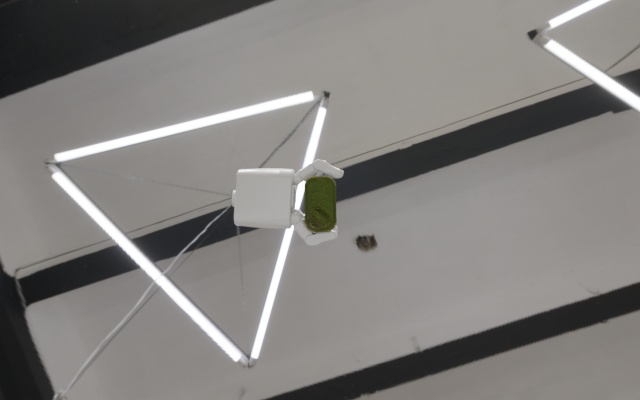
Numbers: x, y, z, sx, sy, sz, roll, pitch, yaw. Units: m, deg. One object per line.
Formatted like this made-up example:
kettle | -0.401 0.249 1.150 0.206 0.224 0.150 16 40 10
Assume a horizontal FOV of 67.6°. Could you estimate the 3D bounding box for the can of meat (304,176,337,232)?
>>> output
can of meat | 0.000 0.003 0.899 0.057 0.102 0.084 -1 5 1
